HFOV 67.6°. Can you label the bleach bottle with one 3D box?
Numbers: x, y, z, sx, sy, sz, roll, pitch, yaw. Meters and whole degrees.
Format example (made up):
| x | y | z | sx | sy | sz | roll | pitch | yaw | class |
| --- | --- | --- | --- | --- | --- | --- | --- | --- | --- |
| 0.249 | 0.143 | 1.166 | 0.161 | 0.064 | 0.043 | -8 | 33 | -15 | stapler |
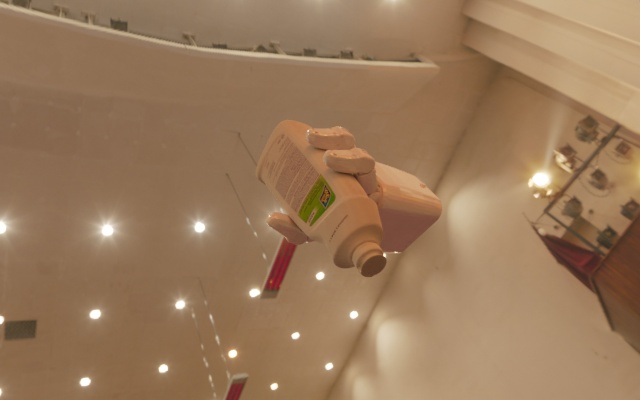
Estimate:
| x | y | z | sx | sy | sz | roll | pitch | yaw | class |
| --- | --- | --- | --- | --- | --- | --- | --- | --- | --- |
| 0.000 | 0.002 | 0.559 | 0.068 | 0.103 | 0.250 | 11 | 28 | -33 | bleach bottle |
